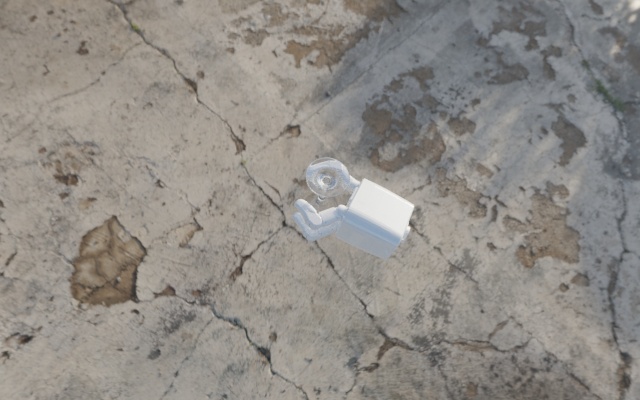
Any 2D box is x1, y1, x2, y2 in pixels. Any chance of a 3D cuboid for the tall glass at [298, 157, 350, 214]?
[{"bbox_3d":[0.000,0.002,0.874,0.079,0.079,0.201,0,-25,-8],"label":"tall glass"}]
